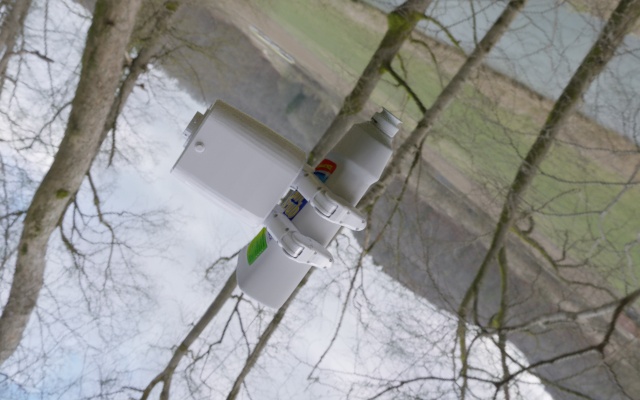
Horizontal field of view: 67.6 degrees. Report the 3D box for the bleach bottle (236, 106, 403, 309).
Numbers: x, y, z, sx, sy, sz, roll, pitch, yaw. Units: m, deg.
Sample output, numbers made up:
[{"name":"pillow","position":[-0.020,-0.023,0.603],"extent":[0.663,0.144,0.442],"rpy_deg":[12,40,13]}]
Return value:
[{"name":"bleach bottle","position":[0.000,0.002,0.541],"extent":[0.068,0.251,0.102],"rpy_deg":[33,15,-17]}]
